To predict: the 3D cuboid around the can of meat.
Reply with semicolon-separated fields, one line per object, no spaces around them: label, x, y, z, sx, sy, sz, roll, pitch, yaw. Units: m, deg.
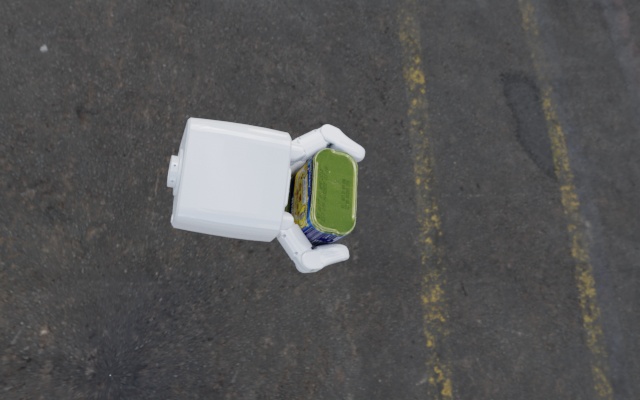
can of meat;0.000;0.002;0.539;0.057;0.102;0.084;11;-22;-20
